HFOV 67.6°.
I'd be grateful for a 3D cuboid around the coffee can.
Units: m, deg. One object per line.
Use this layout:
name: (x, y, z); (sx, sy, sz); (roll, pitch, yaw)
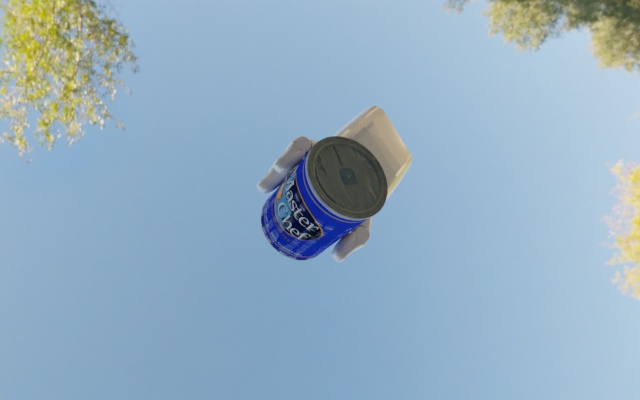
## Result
coffee can: (0.000, 0.002, 0.579); (0.103, 0.102, 0.140); (0, -25, -30)
